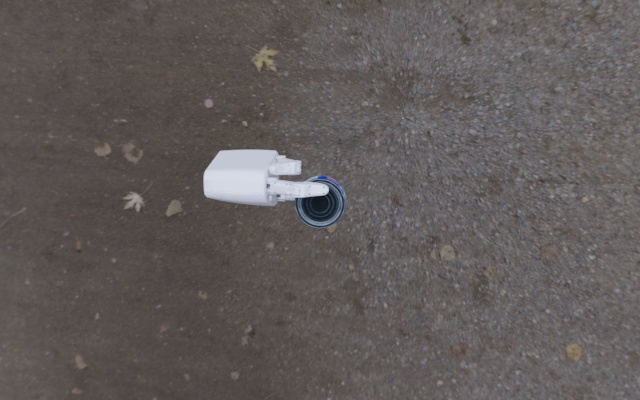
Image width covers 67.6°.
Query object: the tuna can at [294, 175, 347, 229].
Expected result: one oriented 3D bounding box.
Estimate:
[{"bbox_3d":[0.000,0.003,0.794,0.086,0.086,0.033,0,10,4],"label":"tuna can"}]
